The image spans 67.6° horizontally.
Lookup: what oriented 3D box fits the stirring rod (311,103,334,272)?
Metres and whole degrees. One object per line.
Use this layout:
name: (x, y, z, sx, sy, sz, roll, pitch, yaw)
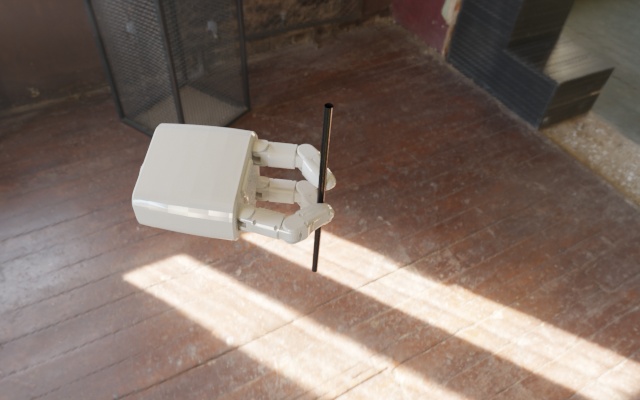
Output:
stirring rod: (0.000, 0.002, 0.496, 0.011, 0.011, 0.240, 0, -43, -5)
